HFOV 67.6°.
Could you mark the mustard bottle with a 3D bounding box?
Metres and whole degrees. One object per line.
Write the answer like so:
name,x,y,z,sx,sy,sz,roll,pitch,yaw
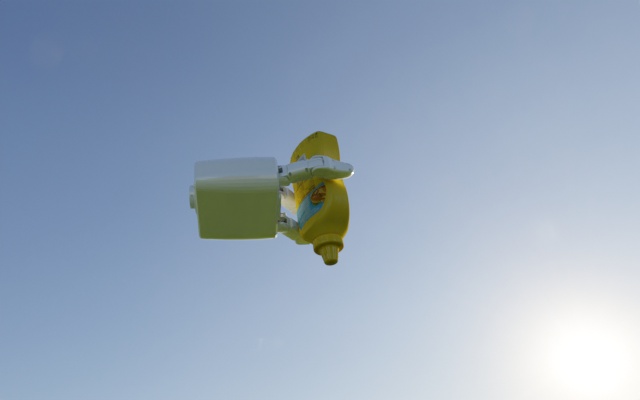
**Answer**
mustard bottle,0.000,0.002,0.666,0.058,0.191,0.096,14,-41,-30
